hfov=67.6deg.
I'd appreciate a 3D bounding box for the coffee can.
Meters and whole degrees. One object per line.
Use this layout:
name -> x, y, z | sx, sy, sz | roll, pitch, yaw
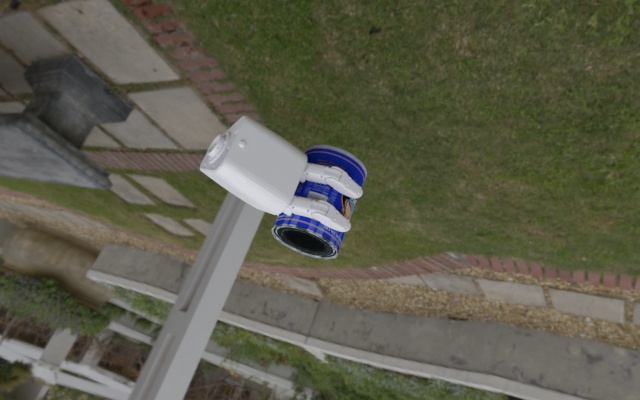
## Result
coffee can -> 0.000, 0.002, 0.715 | 0.103, 0.140, 0.103 | 18, -24, 8
